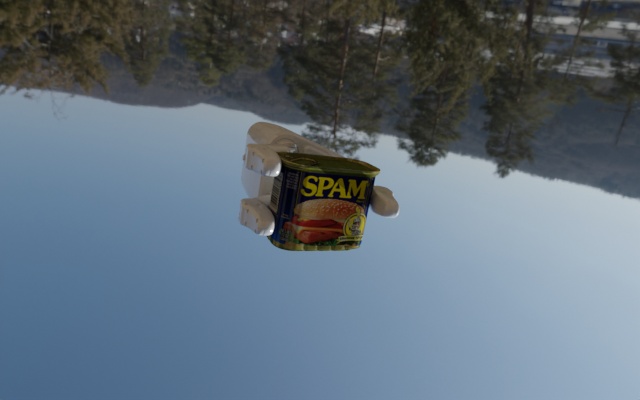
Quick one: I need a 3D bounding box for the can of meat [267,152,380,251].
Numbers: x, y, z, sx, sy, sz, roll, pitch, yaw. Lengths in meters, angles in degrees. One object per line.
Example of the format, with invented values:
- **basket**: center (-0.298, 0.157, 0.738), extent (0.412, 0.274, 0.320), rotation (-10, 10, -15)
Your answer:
- **can of meat**: center (0.000, 0.002, 0.468), extent (0.102, 0.084, 0.057), rotation (3, 16, -27)
